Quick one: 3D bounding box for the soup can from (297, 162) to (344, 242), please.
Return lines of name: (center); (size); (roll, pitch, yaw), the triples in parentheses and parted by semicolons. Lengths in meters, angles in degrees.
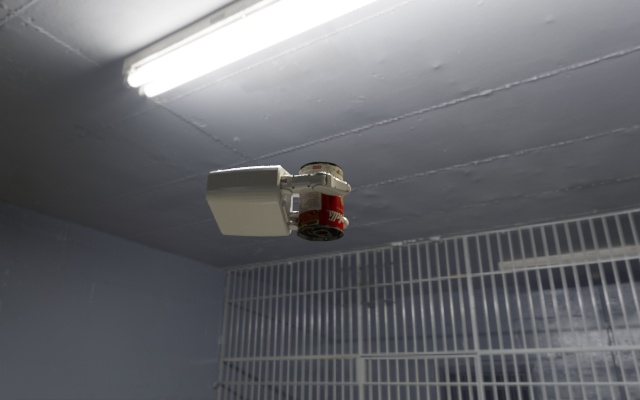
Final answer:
soup can: (0.001, 0.002, 0.704); (0.068, 0.102, 0.068); (0, -22, 0)
